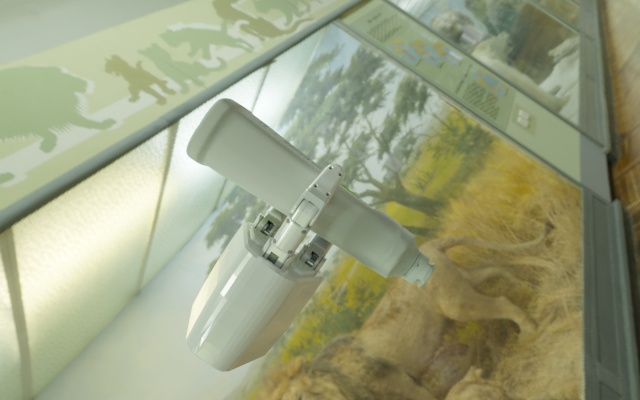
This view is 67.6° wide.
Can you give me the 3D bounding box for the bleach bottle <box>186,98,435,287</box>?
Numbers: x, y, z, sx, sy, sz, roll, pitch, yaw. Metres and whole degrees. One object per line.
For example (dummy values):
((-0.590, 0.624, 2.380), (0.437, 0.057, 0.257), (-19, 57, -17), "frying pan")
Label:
((0.000, 0.001, 0.460), (0.251, 0.068, 0.102), (35, 5, 2), "bleach bottle")
